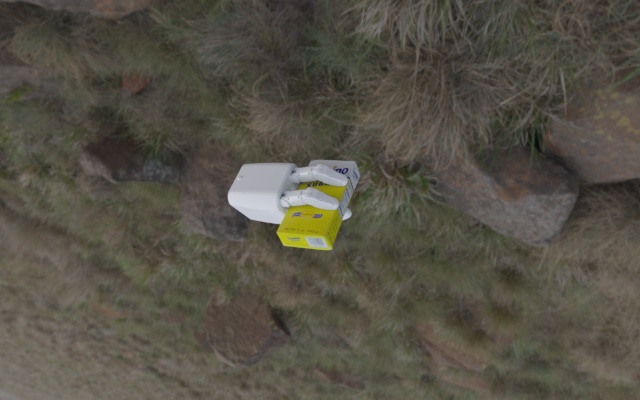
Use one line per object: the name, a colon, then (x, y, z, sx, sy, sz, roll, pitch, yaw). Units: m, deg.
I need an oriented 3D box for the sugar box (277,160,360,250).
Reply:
sugar box: (0.000, 0.002, 0.841, 0.093, 0.176, 0.048, 4, -38, 24)
